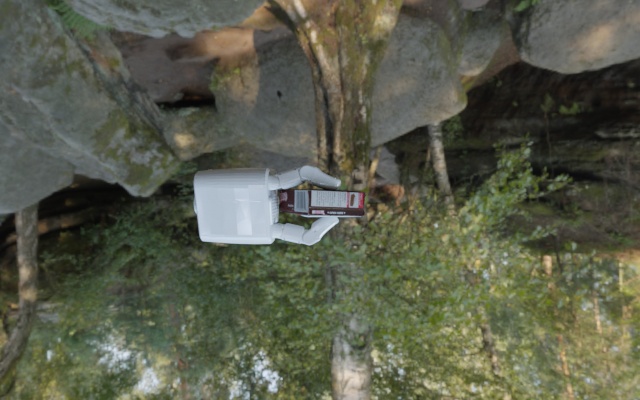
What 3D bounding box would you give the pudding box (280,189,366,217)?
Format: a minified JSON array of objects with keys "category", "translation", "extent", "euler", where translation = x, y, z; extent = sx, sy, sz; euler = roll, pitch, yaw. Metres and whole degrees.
[{"category":"pudding box","translation":[0.000,0.002,0.695],"extent":[0.090,0.039,0.113],"euler":[1,3,-25]}]
